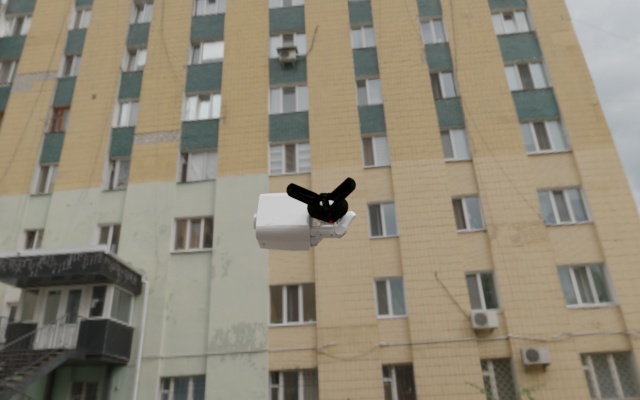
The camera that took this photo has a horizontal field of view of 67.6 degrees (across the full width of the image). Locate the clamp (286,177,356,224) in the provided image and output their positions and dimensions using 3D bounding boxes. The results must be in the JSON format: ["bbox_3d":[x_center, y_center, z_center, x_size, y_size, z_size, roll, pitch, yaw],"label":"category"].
[{"bbox_3d":[0.000,0.002,0.885,0.120,0.039,0.171,3,-25,1],"label":"clamp"}]
